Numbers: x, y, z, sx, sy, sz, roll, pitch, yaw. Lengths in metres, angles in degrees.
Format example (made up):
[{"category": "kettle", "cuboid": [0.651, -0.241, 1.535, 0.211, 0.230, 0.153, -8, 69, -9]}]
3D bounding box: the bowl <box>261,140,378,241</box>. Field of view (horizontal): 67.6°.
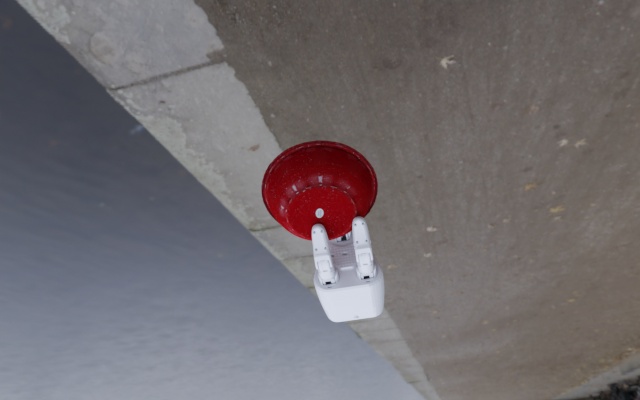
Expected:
[{"category": "bowl", "cuboid": [0.000, 0.001, 0.641, 0.162, 0.162, 0.055, 0, 36, -3]}]
